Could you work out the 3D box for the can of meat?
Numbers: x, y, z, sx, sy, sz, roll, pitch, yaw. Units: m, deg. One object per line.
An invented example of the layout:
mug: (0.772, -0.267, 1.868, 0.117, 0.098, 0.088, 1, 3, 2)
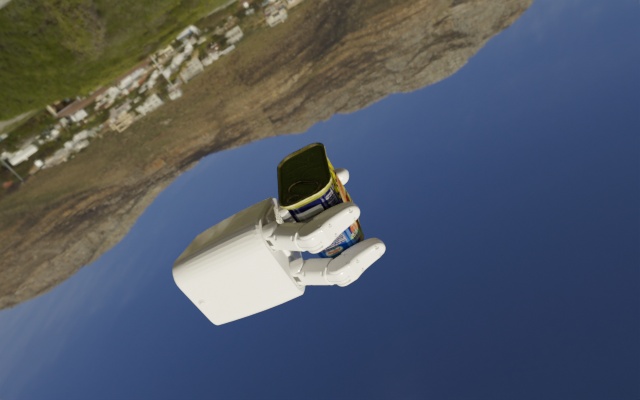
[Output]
can of meat: (0.000, 0.002, 0.500, 0.057, 0.084, 0.102, -26, 32, 10)
